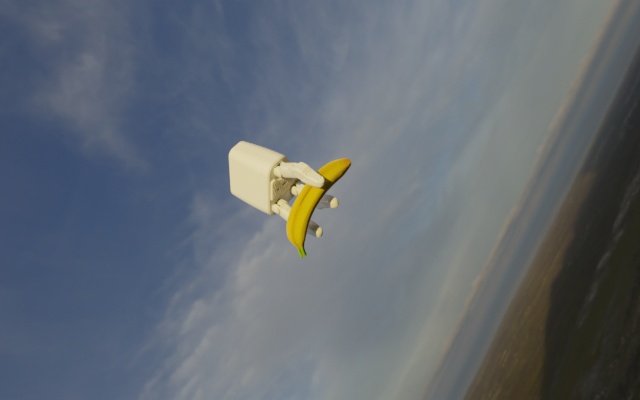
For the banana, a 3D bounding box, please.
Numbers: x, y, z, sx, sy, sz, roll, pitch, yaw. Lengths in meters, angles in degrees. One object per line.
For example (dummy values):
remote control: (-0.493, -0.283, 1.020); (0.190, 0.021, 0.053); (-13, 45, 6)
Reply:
banana: (-0.010, -0.002, 0.836); (0.037, 0.197, 0.070); (21, -12, 35)
